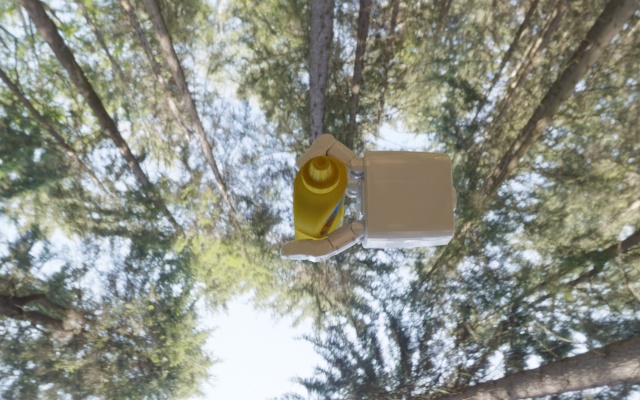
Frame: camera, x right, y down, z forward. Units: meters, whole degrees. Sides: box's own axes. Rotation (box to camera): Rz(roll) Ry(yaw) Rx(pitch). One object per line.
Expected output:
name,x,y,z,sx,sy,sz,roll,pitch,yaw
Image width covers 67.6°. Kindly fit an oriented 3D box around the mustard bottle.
mustard bottle,0.000,0.002,0.576,0.058,0.096,0.192,23,-23,9
